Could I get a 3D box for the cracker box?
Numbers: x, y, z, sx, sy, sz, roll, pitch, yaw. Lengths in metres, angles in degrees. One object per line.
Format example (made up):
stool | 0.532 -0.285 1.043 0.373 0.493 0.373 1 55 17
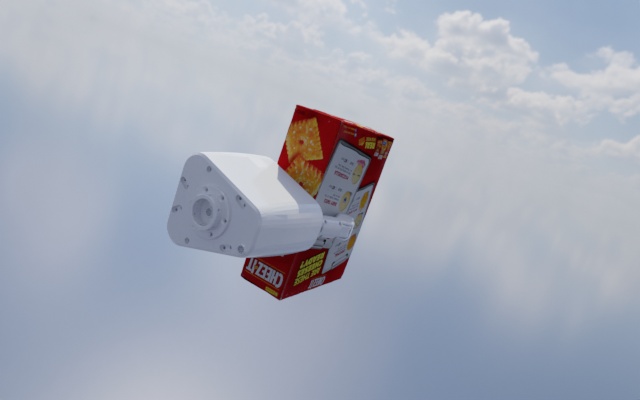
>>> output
cracker box | 0.000 0.002 0.599 0.072 0.214 0.164 26 12 26
